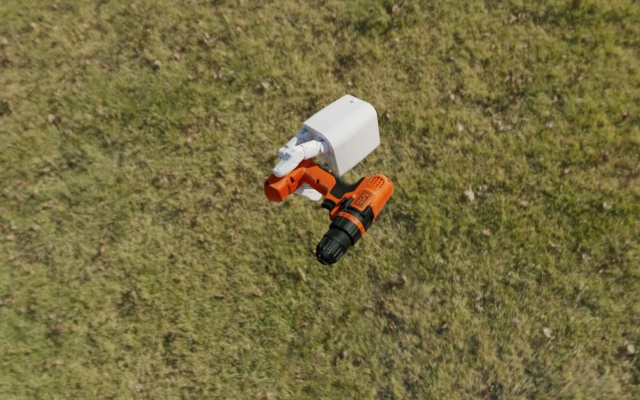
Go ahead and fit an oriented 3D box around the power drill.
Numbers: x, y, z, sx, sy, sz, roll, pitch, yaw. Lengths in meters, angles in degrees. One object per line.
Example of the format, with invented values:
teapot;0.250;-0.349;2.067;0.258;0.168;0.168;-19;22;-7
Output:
power drill;0.000;0.002;0.788;0.187;0.184;0.057;28;-31;24
